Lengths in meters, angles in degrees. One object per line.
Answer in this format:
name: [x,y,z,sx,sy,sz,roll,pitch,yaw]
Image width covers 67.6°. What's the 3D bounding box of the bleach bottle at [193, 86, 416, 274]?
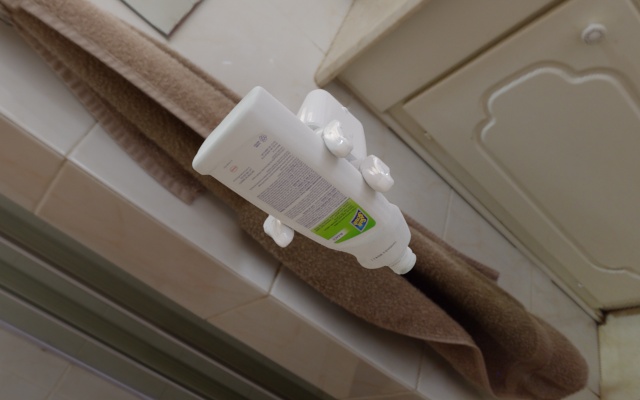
bleach bottle: [0.000,0.002,0.496,0.102,0.251,0.068,-39,24,28]
